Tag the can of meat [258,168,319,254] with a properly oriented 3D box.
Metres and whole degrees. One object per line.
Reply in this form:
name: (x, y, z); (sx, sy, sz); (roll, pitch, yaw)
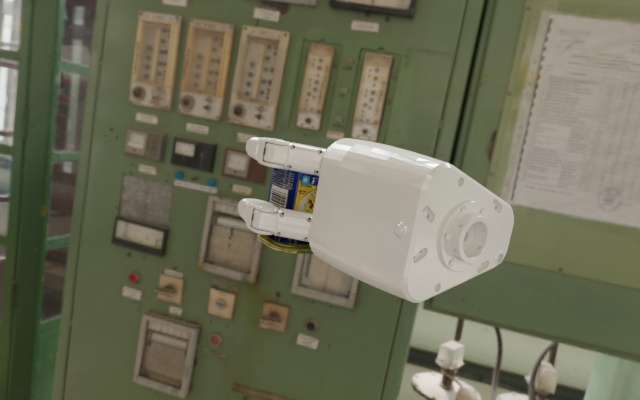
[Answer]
can of meat: (0.000, 0.001, 0.441); (0.102, 0.084, 0.057); (5, 10, -33)
